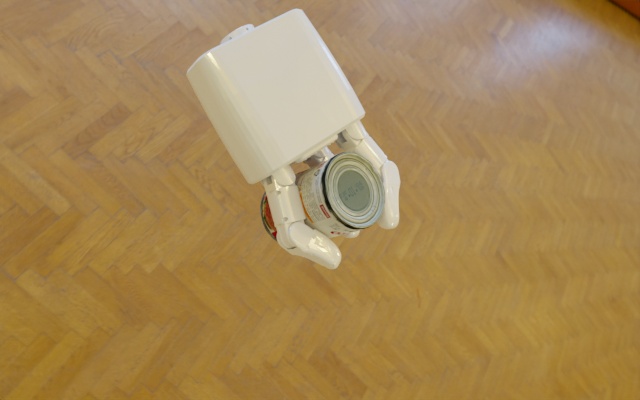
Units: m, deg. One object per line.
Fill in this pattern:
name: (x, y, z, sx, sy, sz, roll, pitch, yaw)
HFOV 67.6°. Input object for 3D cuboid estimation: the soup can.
soup can: (0.000, 0.002, 0.430, 0.068, 0.068, 0.102, 0, -12, -37)
